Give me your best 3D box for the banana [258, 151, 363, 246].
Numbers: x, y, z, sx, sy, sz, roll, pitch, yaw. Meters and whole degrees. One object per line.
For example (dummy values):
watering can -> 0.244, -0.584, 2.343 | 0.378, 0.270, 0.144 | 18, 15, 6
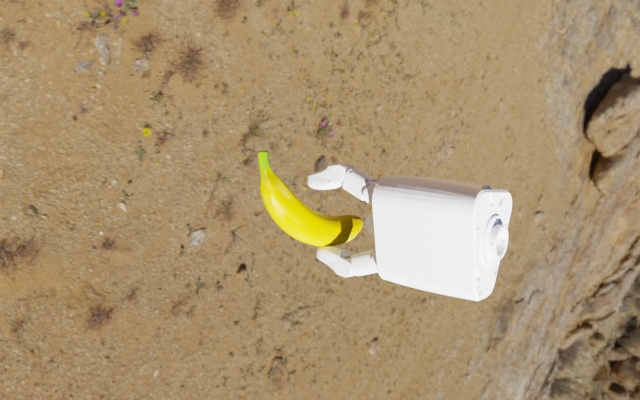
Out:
banana -> -0.008, 0.017, 0.553 | 0.037, 0.069, 0.198 | 7, -20, 40
